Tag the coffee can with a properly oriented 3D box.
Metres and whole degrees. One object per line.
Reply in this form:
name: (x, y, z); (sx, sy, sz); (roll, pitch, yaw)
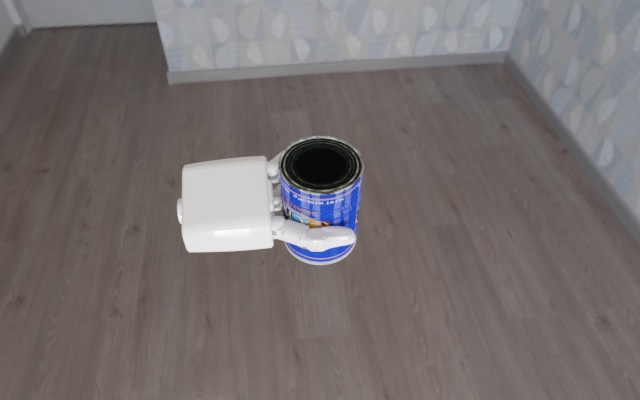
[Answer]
coffee can: (0.000, 0.002, 0.621); (0.103, 0.102, 0.140); (0, -43, -1)
